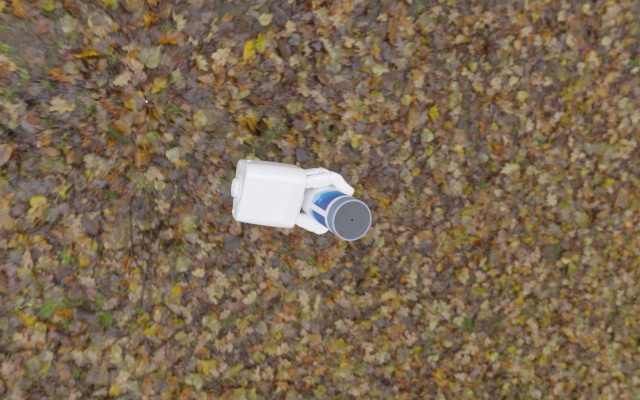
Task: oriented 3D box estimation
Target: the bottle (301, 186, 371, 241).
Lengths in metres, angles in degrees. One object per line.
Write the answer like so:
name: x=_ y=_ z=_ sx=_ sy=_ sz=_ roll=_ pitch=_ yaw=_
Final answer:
bottle: x=0.000 y=0.003 z=0.880 sx=0.069 sy=0.069 sz=0.295 roll=0 pitch=11 yaw=-20
